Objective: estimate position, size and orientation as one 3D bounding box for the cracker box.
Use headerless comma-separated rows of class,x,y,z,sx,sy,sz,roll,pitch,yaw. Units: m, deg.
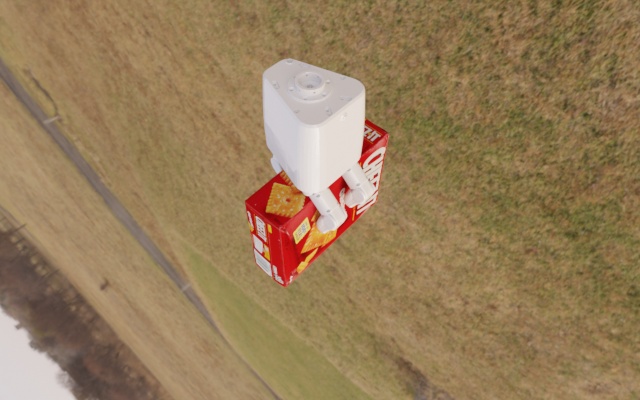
cracker box,0.000,0.002,0.671,0.072,0.213,0.164,37,-29,22
